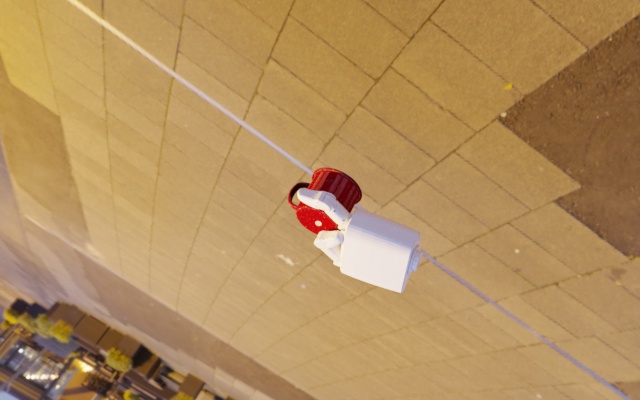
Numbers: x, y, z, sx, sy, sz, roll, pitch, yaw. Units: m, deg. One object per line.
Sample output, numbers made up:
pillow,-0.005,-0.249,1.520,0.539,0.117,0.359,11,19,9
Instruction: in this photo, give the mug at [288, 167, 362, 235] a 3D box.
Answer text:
mug,-0.001,0.002,0.793,0.117,0.081,0.093,18,-33,18
